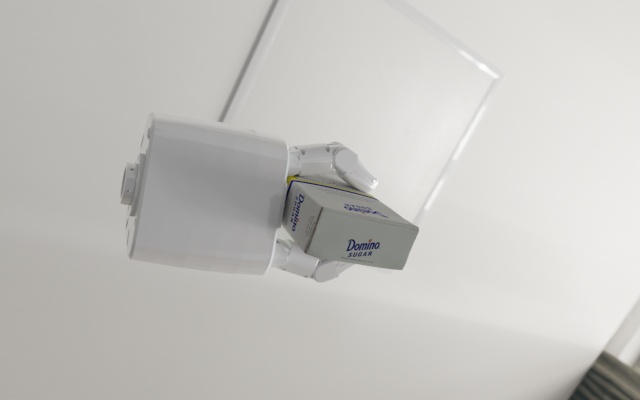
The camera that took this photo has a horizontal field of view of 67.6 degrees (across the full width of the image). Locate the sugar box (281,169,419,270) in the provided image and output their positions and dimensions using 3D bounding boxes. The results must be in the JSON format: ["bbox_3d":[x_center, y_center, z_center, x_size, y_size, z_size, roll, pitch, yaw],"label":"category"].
[{"bbox_3d":[0.000,0.002,0.432,0.093,0.048,0.176,12,17,-27],"label":"sugar box"}]
